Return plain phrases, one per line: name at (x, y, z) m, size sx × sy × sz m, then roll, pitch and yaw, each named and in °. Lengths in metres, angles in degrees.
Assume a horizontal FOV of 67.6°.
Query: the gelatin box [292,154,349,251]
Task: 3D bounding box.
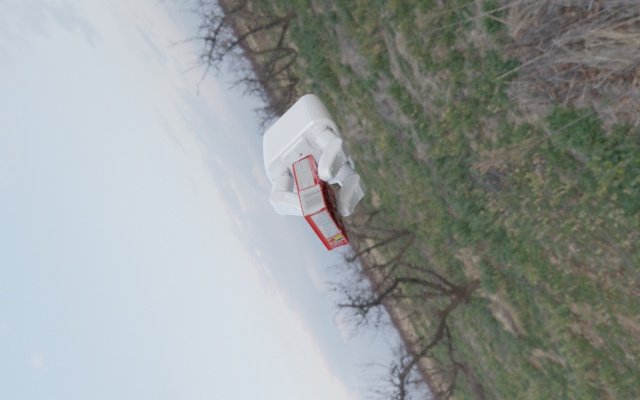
gelatin box at (0.000, 0.002, 0.552) m, size 0.030 × 0.089 × 0.073 m, roll -23°, pitch -43°, yaw 9°
